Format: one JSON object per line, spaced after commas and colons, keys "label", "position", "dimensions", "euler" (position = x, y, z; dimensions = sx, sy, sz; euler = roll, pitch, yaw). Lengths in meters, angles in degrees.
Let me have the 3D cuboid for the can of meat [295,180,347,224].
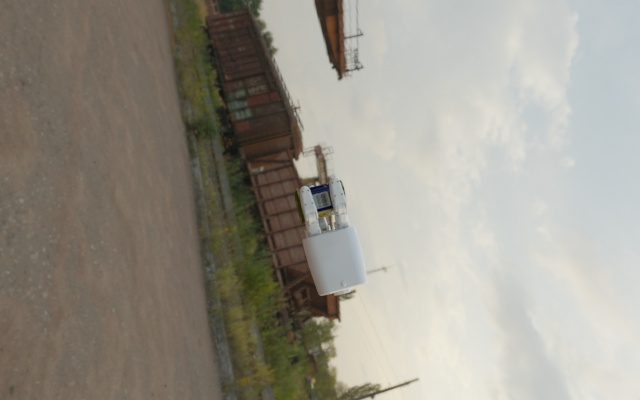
{"label": "can of meat", "position": [0.000, 0.003, 0.888], "dimensions": [0.084, 0.057, 0.102], "euler": [-14, -9, -7]}
